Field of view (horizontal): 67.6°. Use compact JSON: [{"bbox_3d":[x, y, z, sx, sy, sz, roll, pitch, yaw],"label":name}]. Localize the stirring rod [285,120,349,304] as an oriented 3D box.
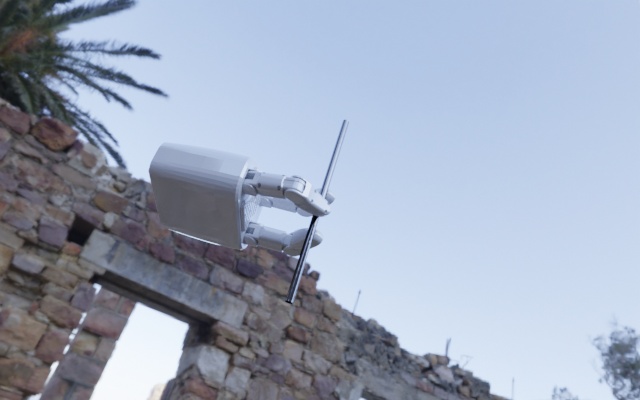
[{"bbox_3d":[0.000,0.002,0.535,0.011,0.239,0.011,13,-30,8],"label":"stirring rod"}]
